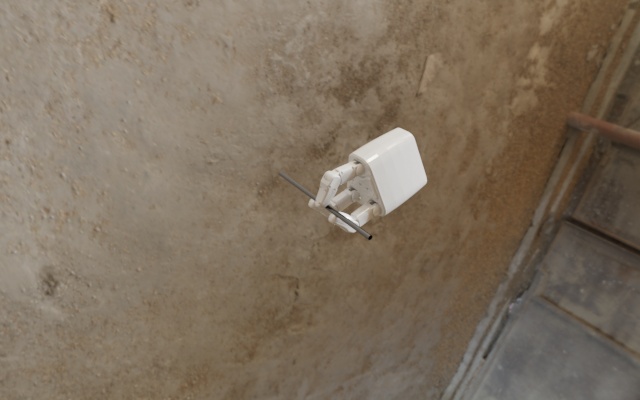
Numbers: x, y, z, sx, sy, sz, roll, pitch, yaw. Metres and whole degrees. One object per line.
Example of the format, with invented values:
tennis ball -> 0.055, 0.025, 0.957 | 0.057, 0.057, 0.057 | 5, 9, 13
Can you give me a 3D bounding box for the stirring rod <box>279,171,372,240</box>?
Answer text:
stirring rod -> 0.000, 0.002, 0.766 | 0.011, 0.011, 0.239 | 0, 25, -41
